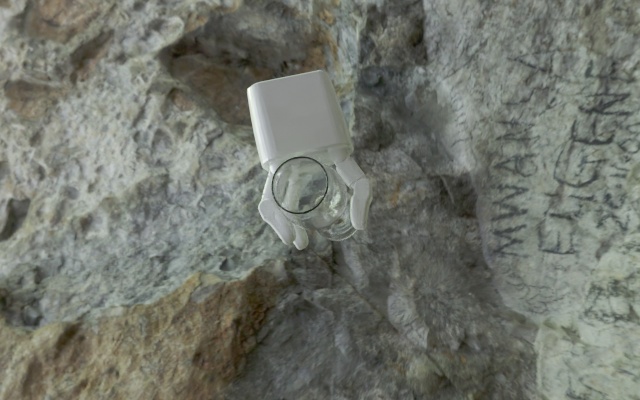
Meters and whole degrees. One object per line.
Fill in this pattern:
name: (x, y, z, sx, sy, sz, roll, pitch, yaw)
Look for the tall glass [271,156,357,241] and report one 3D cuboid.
tall glass: (0.000, 0.002, 0.587, 0.079, 0.079, 0.201, 0, -10, 13)
